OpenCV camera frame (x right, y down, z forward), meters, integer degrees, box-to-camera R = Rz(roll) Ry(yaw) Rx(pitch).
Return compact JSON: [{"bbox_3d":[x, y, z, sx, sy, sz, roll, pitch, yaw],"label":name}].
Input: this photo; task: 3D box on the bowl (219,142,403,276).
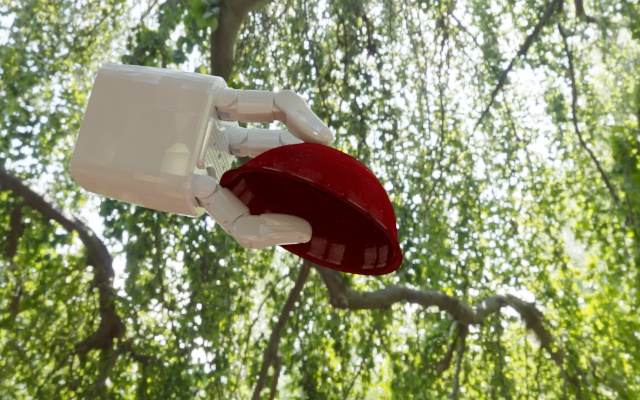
[{"bbox_3d":[0.001,0.002,0.400,0.162,0.055,0.162,21,-25,10],"label":"bowl"}]
